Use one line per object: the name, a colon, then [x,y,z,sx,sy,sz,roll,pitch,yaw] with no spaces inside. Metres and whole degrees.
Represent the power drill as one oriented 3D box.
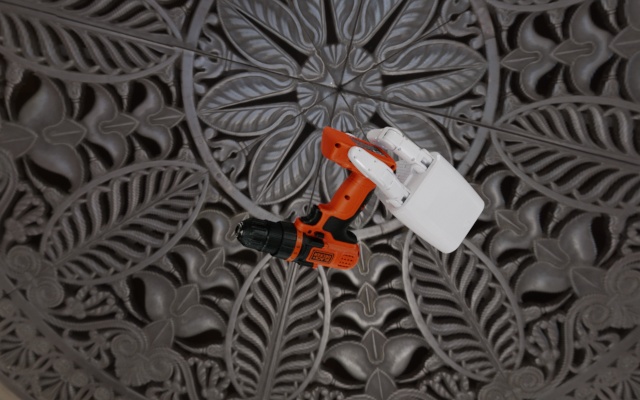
power drill: [0.001,0.002,0.628,0.184,0.188,0.057,15,25,-30]
